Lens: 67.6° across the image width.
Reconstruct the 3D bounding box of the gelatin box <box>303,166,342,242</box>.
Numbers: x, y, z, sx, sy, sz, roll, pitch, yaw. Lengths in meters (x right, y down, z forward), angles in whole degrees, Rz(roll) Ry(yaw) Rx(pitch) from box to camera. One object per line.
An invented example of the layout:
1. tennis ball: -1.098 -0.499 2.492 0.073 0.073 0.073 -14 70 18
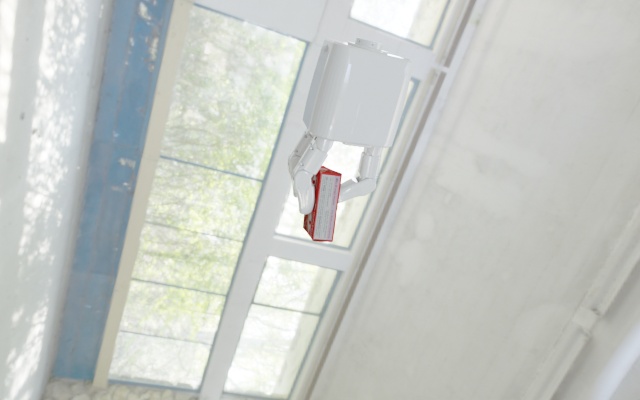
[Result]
1. gelatin box: 0.001 0.002 0.613 0.030 0.089 0.073 5 8 -13
